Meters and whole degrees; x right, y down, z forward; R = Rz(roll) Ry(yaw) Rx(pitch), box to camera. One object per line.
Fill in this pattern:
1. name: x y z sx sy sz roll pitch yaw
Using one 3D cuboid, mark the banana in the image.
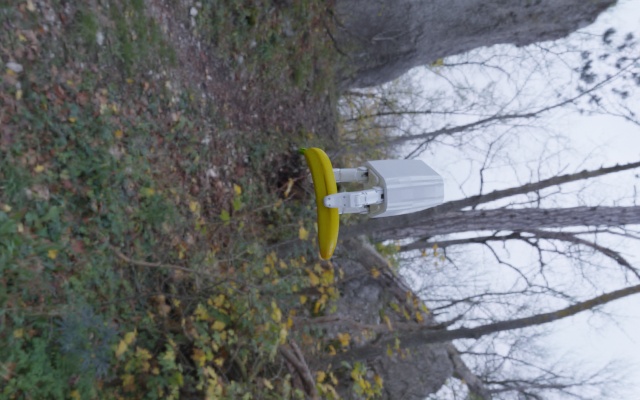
1. banana: 0.004 -0.006 0.775 0.037 0.197 0.070 -6 -16 -18
